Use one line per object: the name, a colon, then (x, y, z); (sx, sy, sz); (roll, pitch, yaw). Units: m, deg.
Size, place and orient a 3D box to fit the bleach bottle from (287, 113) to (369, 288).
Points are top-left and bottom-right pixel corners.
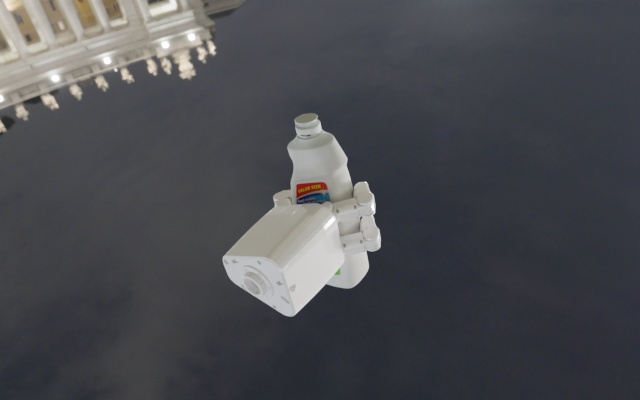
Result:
bleach bottle: (0.000, 0.002, 0.646); (0.102, 0.251, 0.068); (13, 41, 35)
